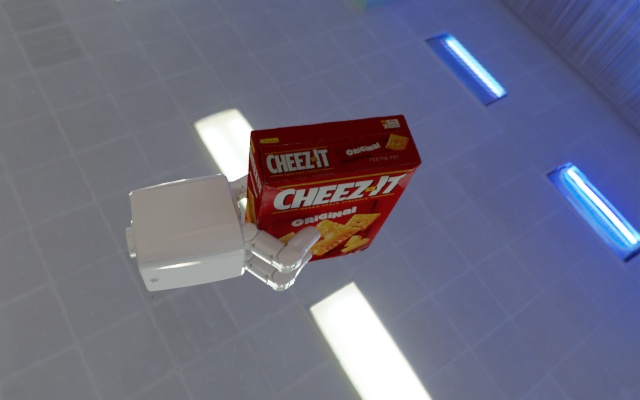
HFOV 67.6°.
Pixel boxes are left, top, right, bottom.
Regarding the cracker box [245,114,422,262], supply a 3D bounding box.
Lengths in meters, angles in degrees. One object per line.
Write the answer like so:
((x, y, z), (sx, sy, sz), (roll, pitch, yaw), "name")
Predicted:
((0.000, 0.002, 0.549), (0.164, 0.072, 0.214), (-9, -27, -16), "cracker box")
